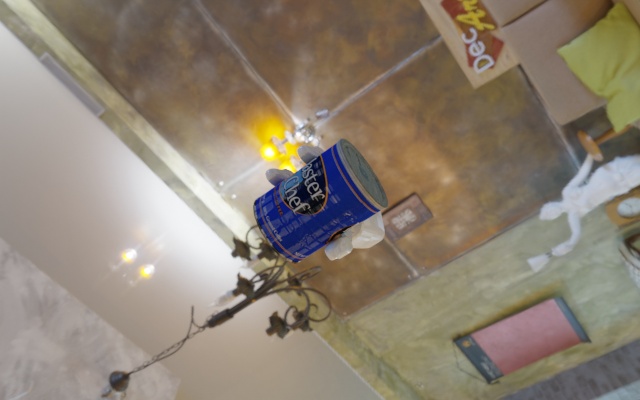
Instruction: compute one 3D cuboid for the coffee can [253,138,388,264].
[{"bbox_3d":[0.000,0.002,0.611,0.140,0.103,0.103,-34,-12,18],"label":"coffee can"}]
